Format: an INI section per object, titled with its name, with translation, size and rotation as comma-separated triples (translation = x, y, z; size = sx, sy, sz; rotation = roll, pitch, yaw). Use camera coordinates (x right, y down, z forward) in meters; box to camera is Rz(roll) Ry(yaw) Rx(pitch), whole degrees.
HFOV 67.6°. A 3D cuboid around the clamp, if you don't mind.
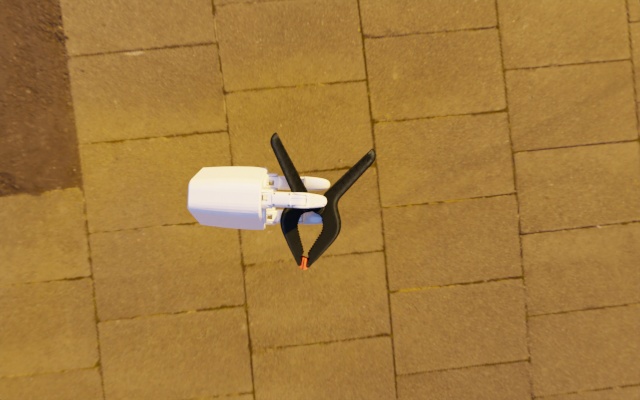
[clamp]
translation = 0.000, 0.003, 0.741
size = 0.164, 0.210, 0.036
rotation = 3, 0, 1
